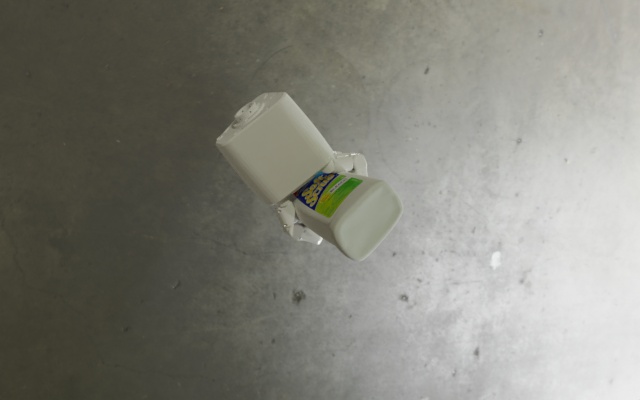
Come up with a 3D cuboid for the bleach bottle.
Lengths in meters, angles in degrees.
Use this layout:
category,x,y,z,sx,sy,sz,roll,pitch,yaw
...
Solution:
category,x,y,z,sx,sy,sz,roll,pitch,yaw
bleach bottle,0.000,0.002,0.665,0.068,0.102,0.251,51,-16,-27
